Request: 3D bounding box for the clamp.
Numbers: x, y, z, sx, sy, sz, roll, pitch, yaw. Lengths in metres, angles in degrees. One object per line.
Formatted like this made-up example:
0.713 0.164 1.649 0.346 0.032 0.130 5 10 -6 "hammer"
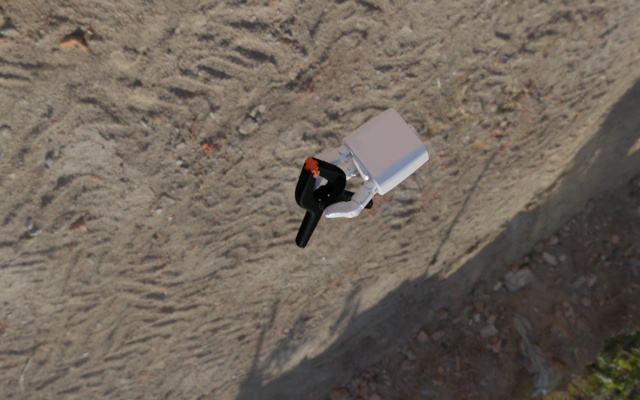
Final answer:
0.001 0.003 0.826 0.164 0.036 0.210 -35 -33 0 "clamp"
